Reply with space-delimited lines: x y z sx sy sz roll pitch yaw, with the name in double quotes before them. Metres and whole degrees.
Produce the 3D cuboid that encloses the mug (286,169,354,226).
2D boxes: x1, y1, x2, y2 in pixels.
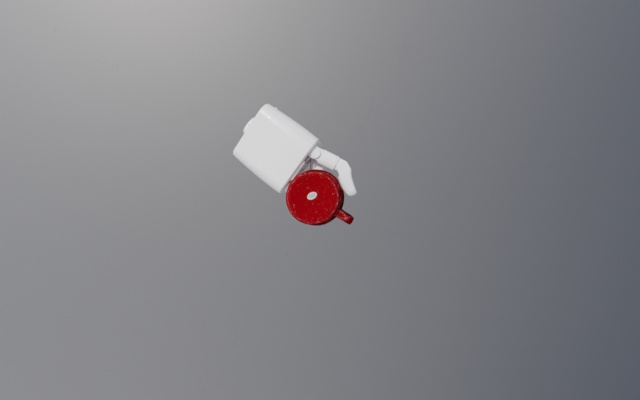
"mug" 0.001 0.003 0.745 0.117 0.093 0.081 35 3 2
